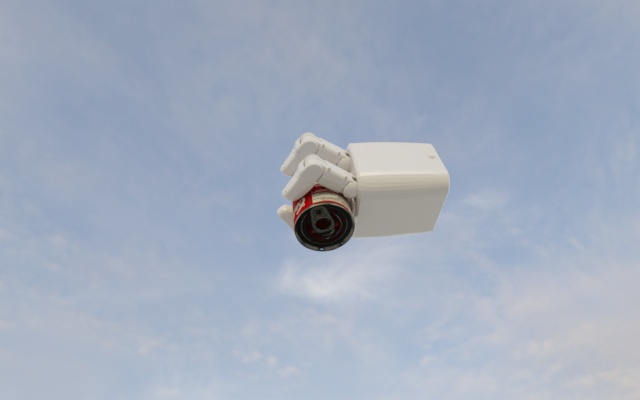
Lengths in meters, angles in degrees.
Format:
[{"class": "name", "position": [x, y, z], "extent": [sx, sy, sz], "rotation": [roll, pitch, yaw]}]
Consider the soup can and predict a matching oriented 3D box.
[{"class": "soup can", "position": [0.000, 0.002, 0.569], "extent": [0.068, 0.069, 0.102], "rotation": [0, 35, -6]}]
